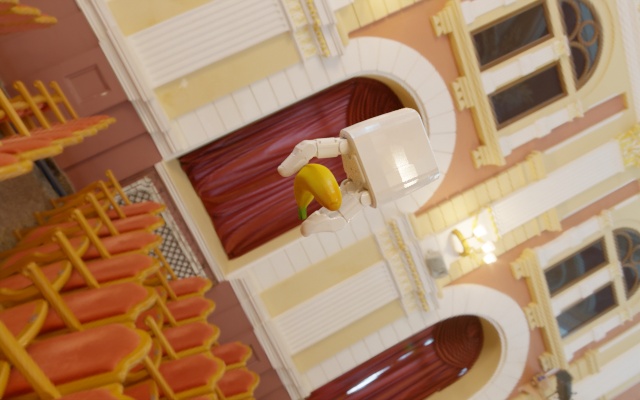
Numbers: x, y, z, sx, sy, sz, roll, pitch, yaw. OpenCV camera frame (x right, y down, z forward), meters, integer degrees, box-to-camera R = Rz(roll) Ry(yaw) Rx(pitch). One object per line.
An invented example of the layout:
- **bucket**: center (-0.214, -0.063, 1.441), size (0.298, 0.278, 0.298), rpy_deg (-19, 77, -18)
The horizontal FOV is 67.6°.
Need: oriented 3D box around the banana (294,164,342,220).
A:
- **banana**: center (-0.006, -0.015, 0.625), size (0.037, 0.069, 0.198), rpy_deg (-18, -1, -12)
